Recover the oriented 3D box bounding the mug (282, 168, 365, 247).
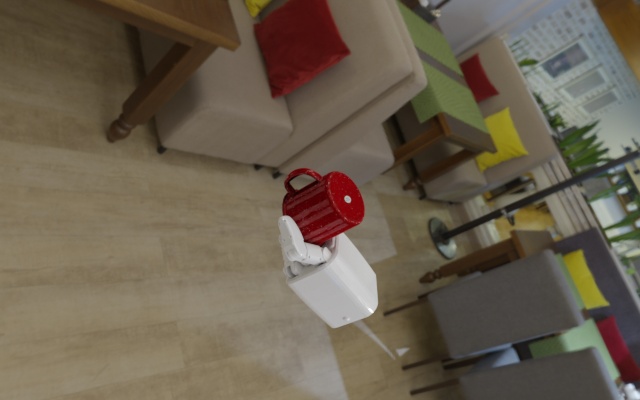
[{"bbox_3d":[-0.001,0.001,0.661,0.081,0.117,0.093,-28,20,33],"label":"mug"}]
